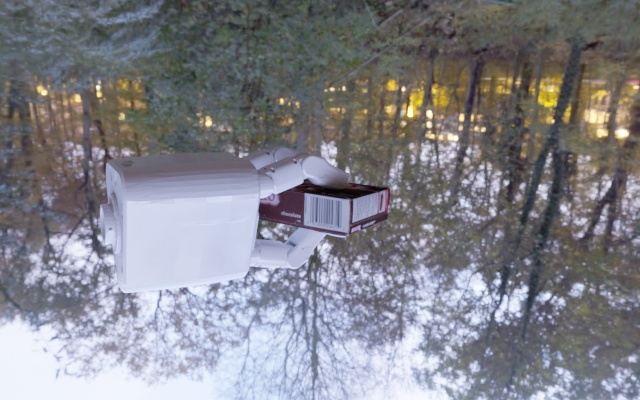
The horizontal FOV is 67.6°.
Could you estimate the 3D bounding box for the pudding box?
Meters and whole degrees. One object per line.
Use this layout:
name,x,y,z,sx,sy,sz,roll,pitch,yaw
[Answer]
pudding box,0.000,0.002,0.475,0.113,0.039,0.090,11,14,29
